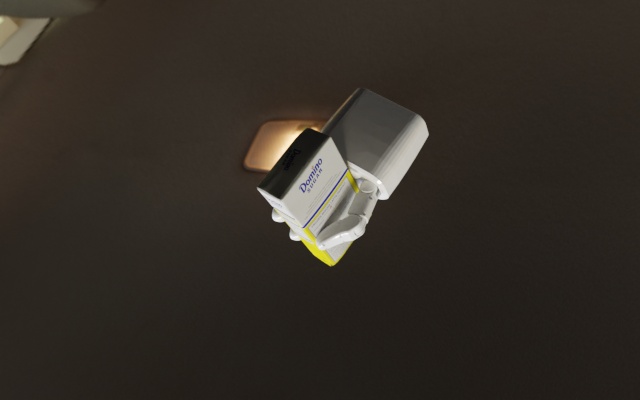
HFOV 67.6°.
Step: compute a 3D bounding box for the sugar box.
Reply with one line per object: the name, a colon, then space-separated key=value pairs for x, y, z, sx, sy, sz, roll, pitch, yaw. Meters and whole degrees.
sugar box: x=0.000 y=0.002 z=0.579 sx=0.048 sy=0.093 sz=0.176 roll=27 pitch=-18 yaw=36
